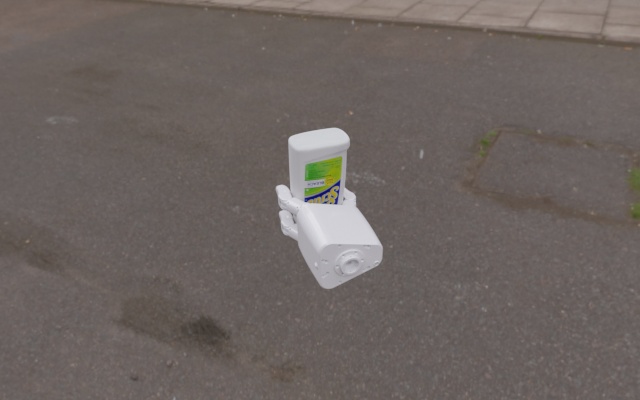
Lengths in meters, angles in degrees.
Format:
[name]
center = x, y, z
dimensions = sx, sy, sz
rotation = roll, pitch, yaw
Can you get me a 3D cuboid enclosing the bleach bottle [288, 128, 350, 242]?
[bleach bottle]
center = 0.000, 0.003, 0.847
dimensions = 0.102, 0.251, 0.068
rotation = -12, 34, -14
